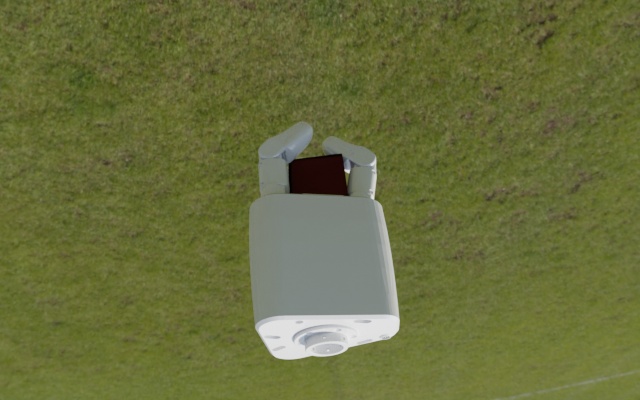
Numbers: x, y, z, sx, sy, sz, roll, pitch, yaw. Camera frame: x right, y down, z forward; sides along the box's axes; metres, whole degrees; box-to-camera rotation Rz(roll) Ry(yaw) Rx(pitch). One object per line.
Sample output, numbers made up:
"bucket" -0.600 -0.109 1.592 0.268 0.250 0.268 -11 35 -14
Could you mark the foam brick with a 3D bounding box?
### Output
"foam brick" 0.000 0.002 0.454 0.053 0.051 0.078 -7 -36 3
